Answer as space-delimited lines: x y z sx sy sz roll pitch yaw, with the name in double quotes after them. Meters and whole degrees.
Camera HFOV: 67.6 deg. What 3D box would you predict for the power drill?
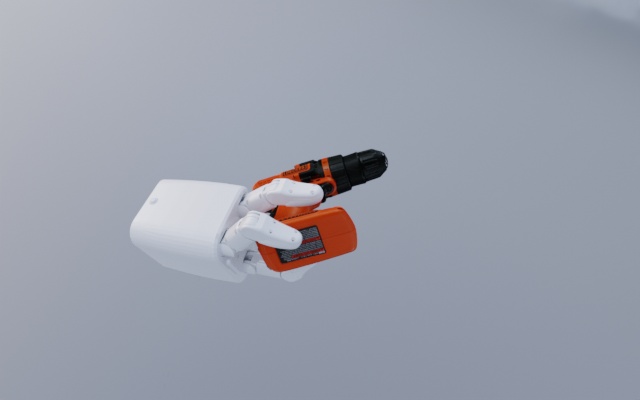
0.000 0.002 0.571 0.184 0.057 0.187 -18 22 8 "power drill"
